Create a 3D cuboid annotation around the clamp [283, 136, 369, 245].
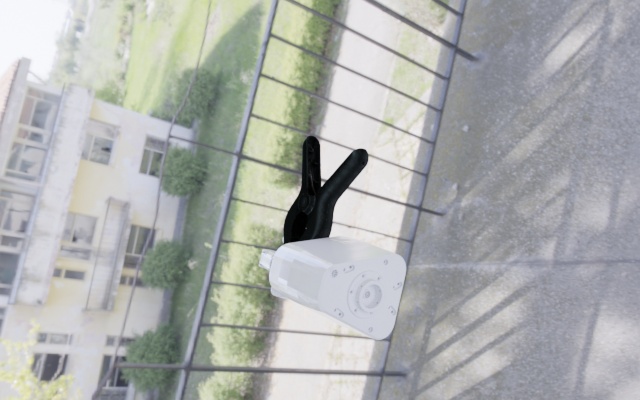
[{"bbox_3d":[-0.001,0.002,0.590,0.039,0.171,0.120,14,-3,-32],"label":"clamp"}]
